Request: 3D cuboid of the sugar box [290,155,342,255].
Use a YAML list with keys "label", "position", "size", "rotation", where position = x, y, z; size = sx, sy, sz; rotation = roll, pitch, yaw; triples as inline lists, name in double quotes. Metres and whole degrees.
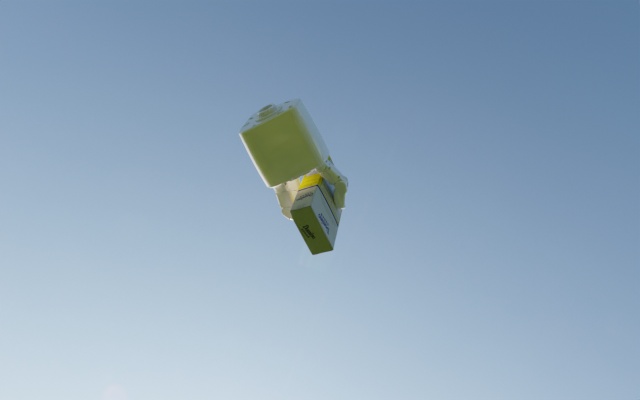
- label: "sugar box"
  position: [0.000, 0.003, 0.822]
  size: [0.048, 0.093, 0.176]
  rotation: [-15, 28, 23]
